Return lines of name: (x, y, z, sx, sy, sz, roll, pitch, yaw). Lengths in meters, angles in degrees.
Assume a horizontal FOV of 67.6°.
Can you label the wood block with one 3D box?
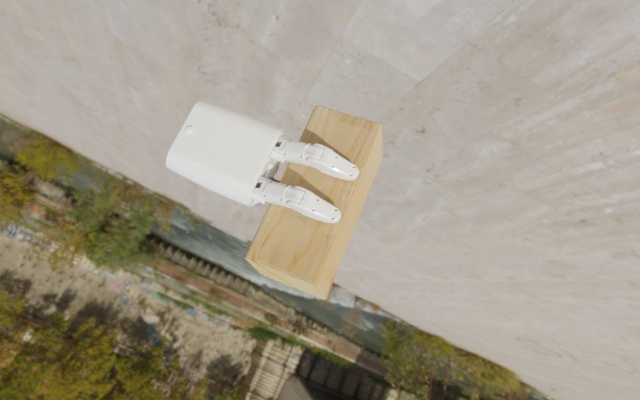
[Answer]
wood block: (0.000, 0.002, 0.583, 0.090, 0.206, 0.091, 19, -18, 14)
